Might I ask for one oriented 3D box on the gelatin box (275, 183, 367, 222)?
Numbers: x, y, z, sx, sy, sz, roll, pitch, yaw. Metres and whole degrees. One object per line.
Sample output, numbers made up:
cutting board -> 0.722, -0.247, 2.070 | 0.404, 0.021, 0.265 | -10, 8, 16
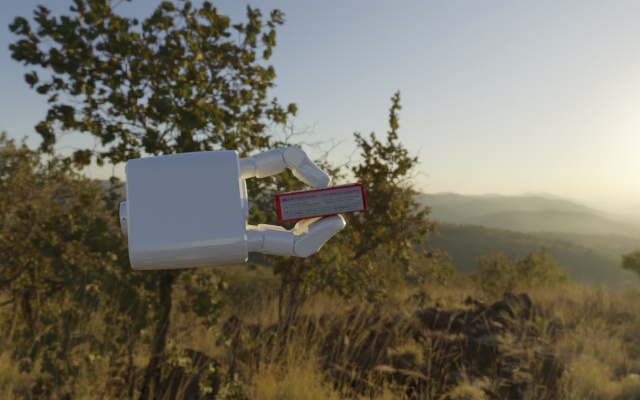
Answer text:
gelatin box -> 0.000, 0.001, 0.498 | 0.089, 0.030, 0.073 | -8, 2, 0
